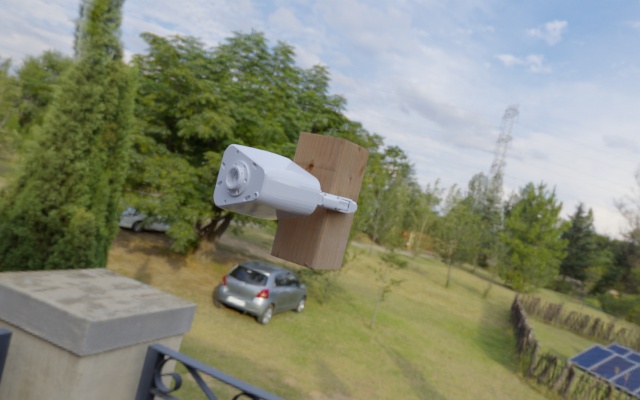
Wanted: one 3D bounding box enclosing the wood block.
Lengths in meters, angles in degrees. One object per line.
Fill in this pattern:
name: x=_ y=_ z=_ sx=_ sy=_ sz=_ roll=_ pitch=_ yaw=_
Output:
wood block: x=0.000 y=0.002 z=0.785 sx=0.091 sy=0.206 sz=0.090 roll=14 pitch=1 yaw=32
